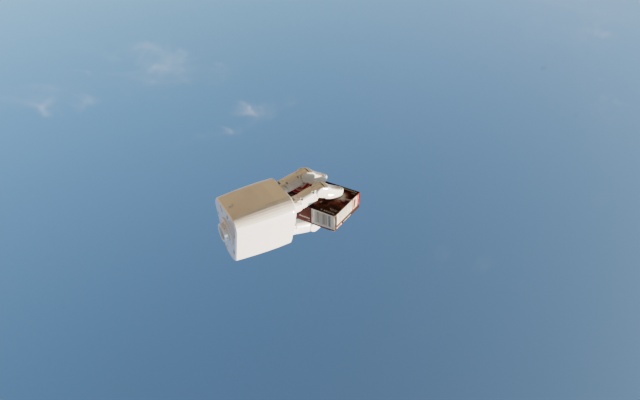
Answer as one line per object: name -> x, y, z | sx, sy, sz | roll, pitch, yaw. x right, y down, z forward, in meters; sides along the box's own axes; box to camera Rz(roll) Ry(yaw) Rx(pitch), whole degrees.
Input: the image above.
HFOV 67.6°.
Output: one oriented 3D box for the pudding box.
pudding box -> 0.000, 0.003, 0.843 | 0.113, 0.039, 0.090 | 21, 39, 24
